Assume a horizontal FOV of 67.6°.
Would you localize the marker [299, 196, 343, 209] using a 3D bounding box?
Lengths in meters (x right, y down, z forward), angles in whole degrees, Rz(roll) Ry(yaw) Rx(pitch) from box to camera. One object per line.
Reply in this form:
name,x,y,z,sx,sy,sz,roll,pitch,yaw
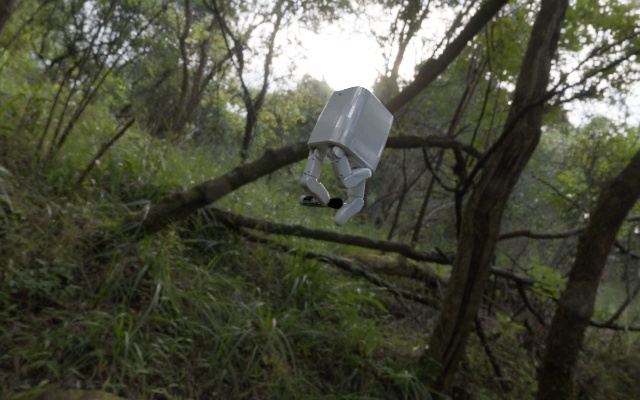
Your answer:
marker,0.000,0.003,0.824,0.020,0.020,0.121,0,2,-32
